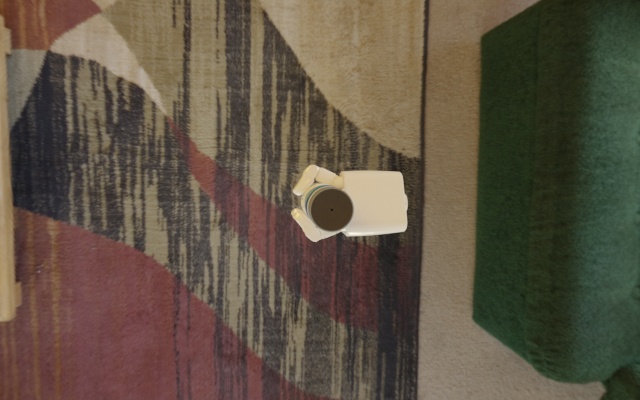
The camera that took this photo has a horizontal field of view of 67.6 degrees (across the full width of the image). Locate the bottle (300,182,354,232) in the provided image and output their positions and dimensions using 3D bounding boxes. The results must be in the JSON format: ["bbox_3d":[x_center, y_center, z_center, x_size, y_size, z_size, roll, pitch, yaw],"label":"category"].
[{"bbox_3d":[0.000,0.003,0.841,0.069,0.069,0.295,0,4,-6],"label":"bottle"}]
